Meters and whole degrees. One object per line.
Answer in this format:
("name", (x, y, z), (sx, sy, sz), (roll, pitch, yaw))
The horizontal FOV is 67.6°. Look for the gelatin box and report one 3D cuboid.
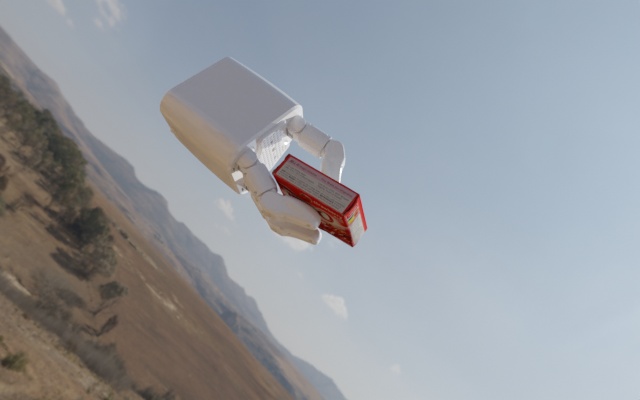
("gelatin box", (0.001, 0.001, 0.472), (0.089, 0.030, 0.073), (30, -19, 24))
